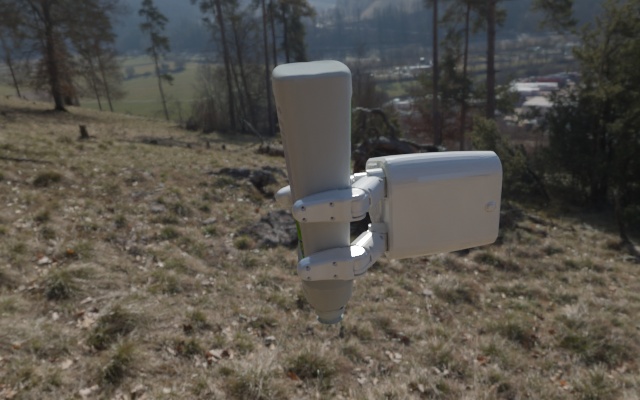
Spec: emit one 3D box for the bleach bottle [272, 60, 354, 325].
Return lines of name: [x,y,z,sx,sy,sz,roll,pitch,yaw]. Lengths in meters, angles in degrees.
bleach bottle: [0.000,0.001,0.456,0.068,0.251,0.102,-6,22,-3]
